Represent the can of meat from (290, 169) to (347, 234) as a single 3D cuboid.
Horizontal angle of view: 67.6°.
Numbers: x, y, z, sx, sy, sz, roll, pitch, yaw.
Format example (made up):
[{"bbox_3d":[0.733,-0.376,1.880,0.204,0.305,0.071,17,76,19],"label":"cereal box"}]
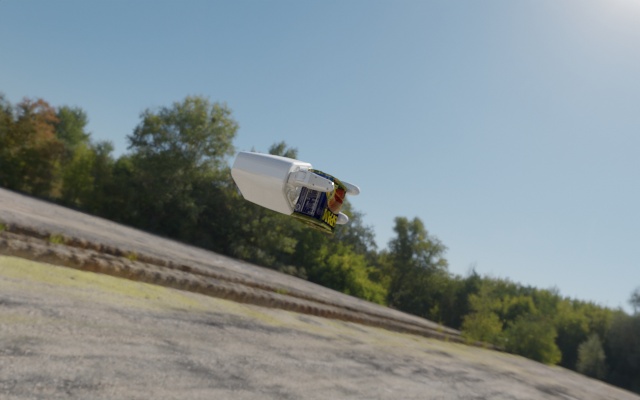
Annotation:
[{"bbox_3d":[0.000,0.002,0.800,0.057,0.084,0.102,16,-9,22],"label":"can of meat"}]
